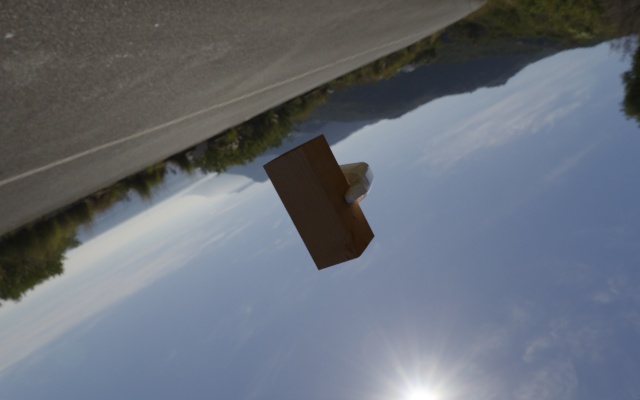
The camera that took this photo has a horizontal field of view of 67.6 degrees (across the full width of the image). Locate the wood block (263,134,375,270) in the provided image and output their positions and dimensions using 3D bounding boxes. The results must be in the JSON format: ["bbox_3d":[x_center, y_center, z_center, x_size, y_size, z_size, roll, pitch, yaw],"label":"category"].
[{"bbox_3d":[0.001,0.003,0.831,0.091,0.206,0.090,-23,10,31],"label":"wood block"}]
